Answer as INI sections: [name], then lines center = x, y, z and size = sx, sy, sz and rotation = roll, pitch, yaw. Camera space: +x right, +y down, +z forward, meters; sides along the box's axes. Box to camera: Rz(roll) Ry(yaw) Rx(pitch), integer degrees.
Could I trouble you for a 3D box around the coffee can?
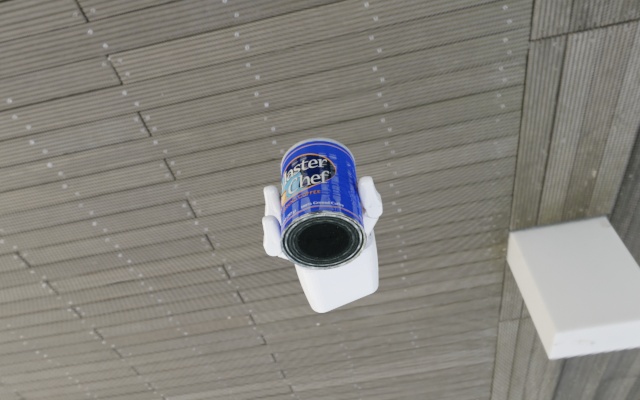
[coffee can]
center = 0.000, 0.002, 0.610
size = 0.103, 0.103, 0.140
rotation = 0, 44, -4
